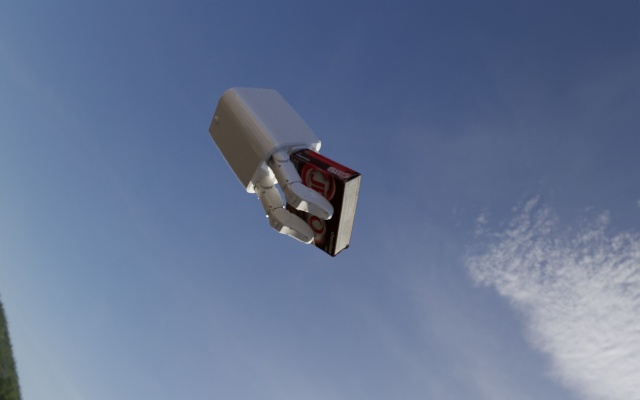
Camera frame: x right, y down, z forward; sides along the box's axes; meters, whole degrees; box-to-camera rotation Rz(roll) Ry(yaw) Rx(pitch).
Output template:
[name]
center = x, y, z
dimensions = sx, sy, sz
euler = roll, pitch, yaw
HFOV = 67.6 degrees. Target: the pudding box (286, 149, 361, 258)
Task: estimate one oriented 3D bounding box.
[pudding box]
center = 0.000, 0.002, 0.605
dimensions = 0.090, 0.114, 0.039
euler = 29, 39, 33
